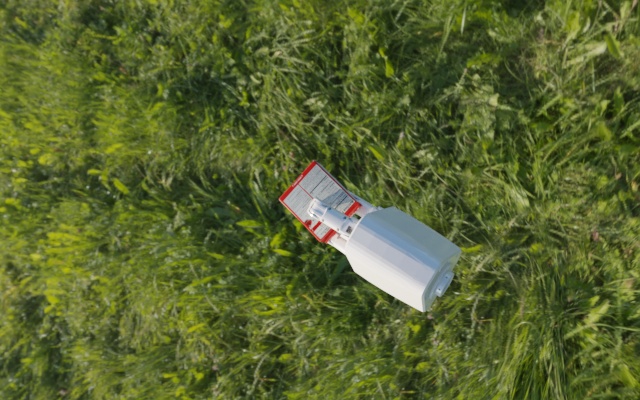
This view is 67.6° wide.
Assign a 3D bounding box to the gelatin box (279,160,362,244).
[{"bbox_3d":[0.000,0.002,0.647,0.089,0.073,0.030,45,8,18],"label":"gelatin box"}]
